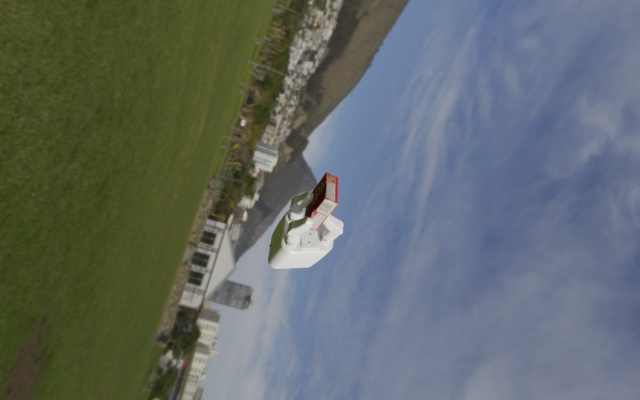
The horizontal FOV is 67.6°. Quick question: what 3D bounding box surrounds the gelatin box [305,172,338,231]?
[{"bbox_3d":[0.001,0.003,0.900,0.030,0.073,0.089,22,-48,-17],"label":"gelatin box"}]
